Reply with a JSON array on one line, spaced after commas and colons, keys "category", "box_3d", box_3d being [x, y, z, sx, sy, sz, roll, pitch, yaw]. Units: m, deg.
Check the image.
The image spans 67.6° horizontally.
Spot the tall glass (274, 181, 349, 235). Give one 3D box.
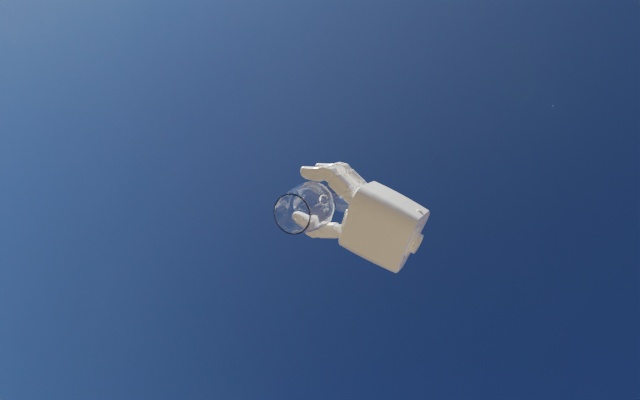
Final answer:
[{"category": "tall glass", "box_3d": [0.000, 0.002, 0.785, 0.079, 0.079, 0.201, 0, 10, 26]}]
